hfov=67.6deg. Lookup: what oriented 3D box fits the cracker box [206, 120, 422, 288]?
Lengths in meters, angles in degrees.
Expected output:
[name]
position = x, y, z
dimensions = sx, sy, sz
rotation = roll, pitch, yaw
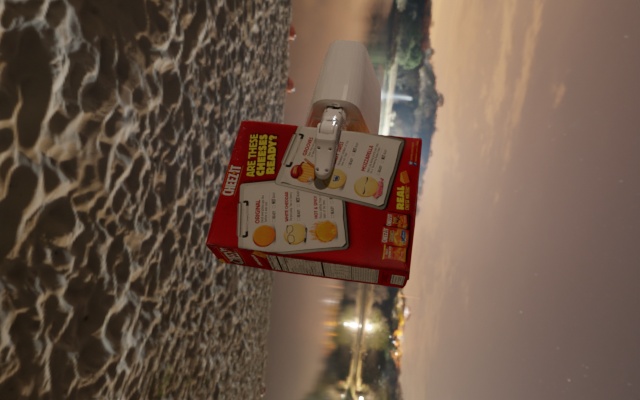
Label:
[cracker box]
position = 0.000, 0.002, 0.543
dimensions = 0.213, 0.164, 0.072
rotation = 7, -27, 8
